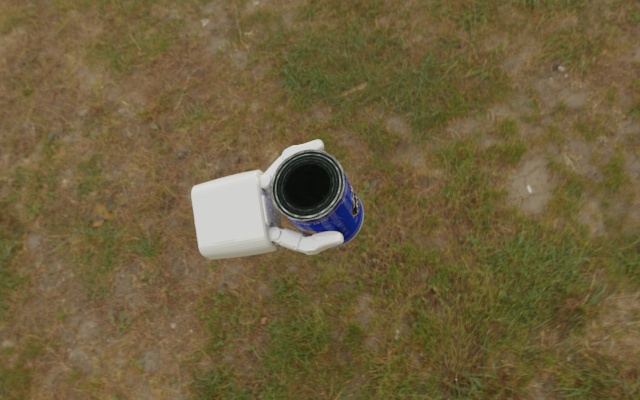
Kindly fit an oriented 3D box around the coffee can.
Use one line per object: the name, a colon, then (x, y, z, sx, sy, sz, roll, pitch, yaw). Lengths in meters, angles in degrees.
coffee can: (0.000, 0.002, 0.688, 0.103, 0.102, 0.140, 0, -20, 16)
